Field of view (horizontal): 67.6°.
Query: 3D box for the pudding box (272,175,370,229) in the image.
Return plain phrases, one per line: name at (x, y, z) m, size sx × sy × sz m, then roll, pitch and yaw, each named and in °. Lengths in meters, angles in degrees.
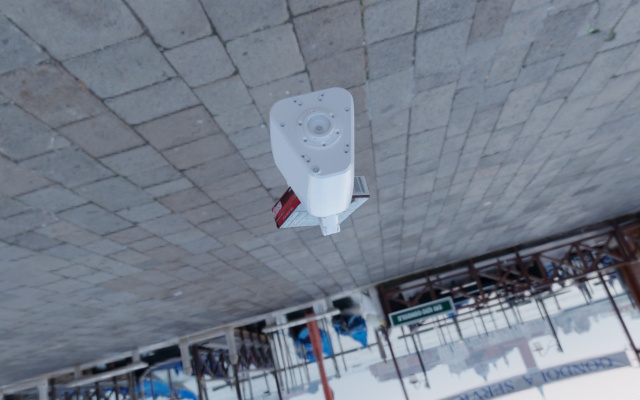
pudding box at (0.000, 0.002, 0.669) m, size 0.113 × 0.039 × 0.090 m, roll -1°, pitch -27°, yaw -31°
